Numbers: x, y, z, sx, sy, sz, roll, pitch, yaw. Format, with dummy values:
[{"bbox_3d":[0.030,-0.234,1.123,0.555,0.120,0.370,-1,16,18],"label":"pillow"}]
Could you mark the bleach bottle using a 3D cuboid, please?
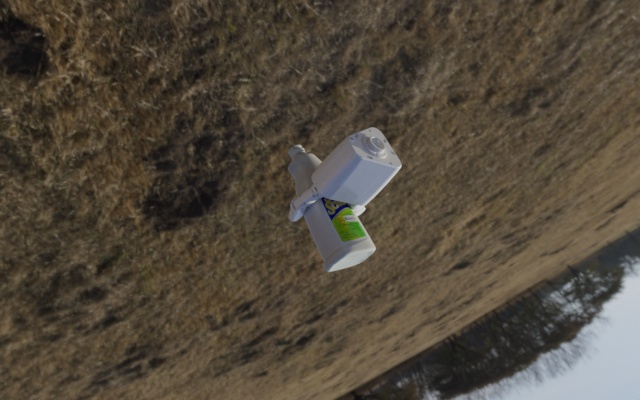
[{"bbox_3d":[0.000,0.003,0.877,0.102,0.250,0.068,-7,-31,-44],"label":"bleach bottle"}]
